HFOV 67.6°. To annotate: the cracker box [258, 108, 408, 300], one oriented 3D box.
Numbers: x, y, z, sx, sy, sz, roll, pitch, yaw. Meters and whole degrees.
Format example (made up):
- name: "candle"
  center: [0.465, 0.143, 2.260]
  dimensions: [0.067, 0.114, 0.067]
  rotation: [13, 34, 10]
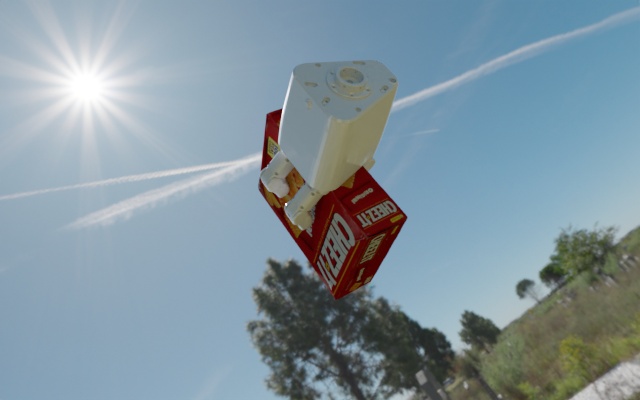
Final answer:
- name: "cracker box"
  center: [0.000, 0.002, 0.633]
  dimensions: [0.072, 0.213, 0.164]
  rotation: [-24, -28, -27]
